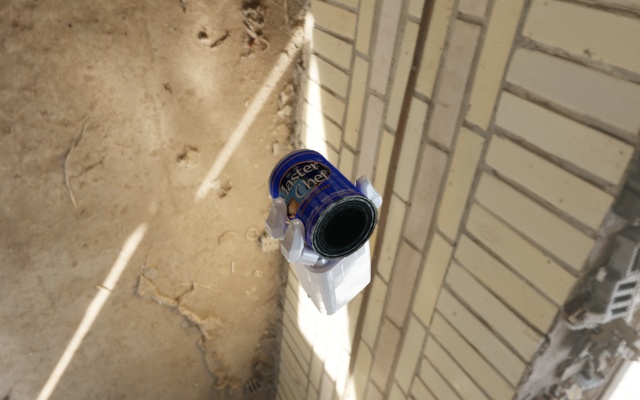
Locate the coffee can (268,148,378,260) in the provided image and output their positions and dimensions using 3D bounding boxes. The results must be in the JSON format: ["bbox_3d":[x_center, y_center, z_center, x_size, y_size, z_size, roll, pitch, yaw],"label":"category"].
[{"bbox_3d":[0.000,0.002,0.676,0.103,0.103,0.140,0,31,-33],"label":"coffee can"}]
